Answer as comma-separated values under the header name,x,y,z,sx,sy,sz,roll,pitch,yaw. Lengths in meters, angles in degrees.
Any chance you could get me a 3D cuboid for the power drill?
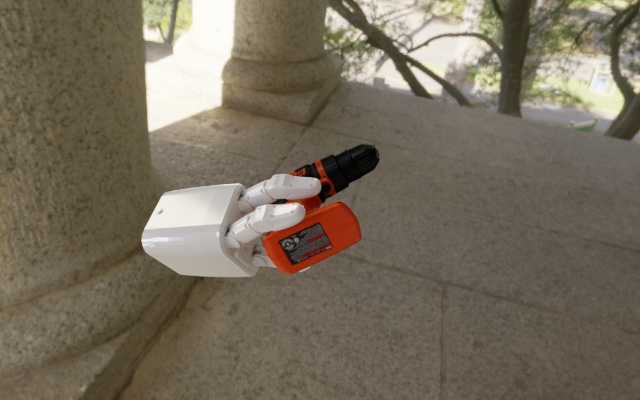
name,x,y,z,sx,sy,sz,roll,pitch,yaw
power drill,0.000,0.002,0.589,0.184,0.057,0.187,-28,20,8
